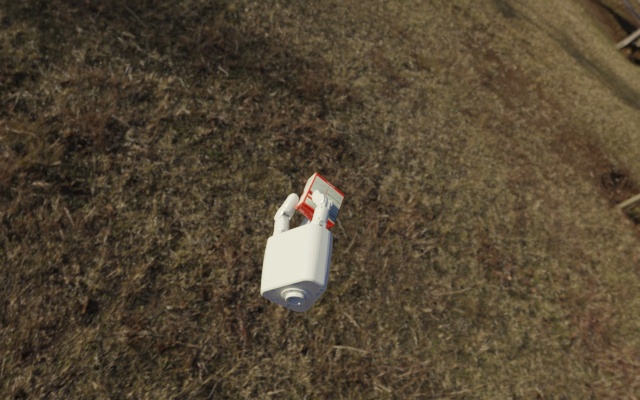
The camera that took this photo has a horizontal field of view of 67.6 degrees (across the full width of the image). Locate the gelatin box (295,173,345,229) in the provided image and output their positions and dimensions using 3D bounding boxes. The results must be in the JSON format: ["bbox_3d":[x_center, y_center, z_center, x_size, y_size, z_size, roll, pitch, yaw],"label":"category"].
[{"bbox_3d":[0.000,0.002,0.888,0.073,0.089,0.030,38,-46,-15],"label":"gelatin box"}]
